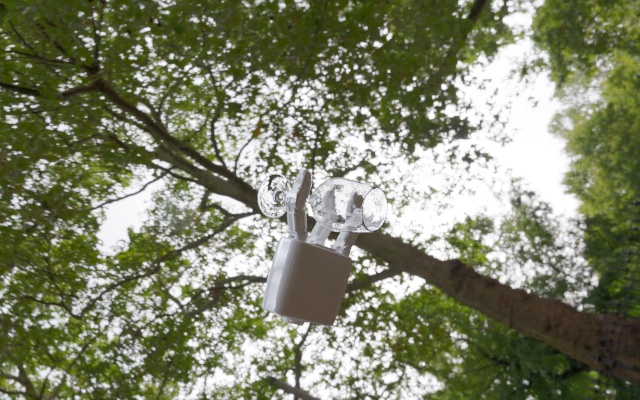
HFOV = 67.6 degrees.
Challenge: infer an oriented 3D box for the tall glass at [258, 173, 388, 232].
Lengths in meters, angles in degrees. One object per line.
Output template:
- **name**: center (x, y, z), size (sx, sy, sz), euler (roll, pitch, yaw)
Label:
- **tall glass**: center (0.000, 0.002, 0.710), size (0.201, 0.079, 0.079), euler (7, 5, 41)
